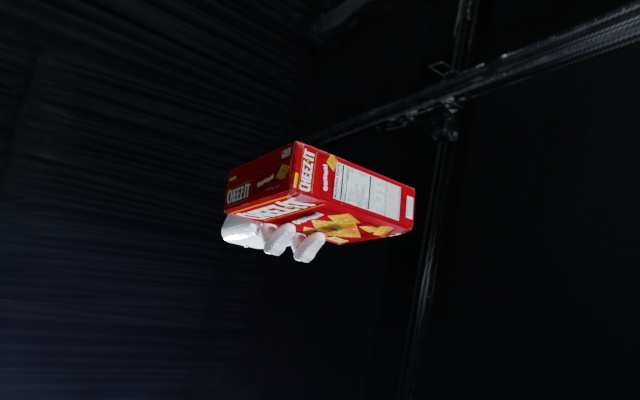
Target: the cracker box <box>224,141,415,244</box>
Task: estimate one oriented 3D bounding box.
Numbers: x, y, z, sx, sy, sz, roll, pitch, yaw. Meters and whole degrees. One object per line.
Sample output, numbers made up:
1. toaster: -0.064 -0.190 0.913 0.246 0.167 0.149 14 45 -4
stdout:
1. cracker box: 0.000 0.002 0.667 0.214 0.072 0.164 18 -22 -36
